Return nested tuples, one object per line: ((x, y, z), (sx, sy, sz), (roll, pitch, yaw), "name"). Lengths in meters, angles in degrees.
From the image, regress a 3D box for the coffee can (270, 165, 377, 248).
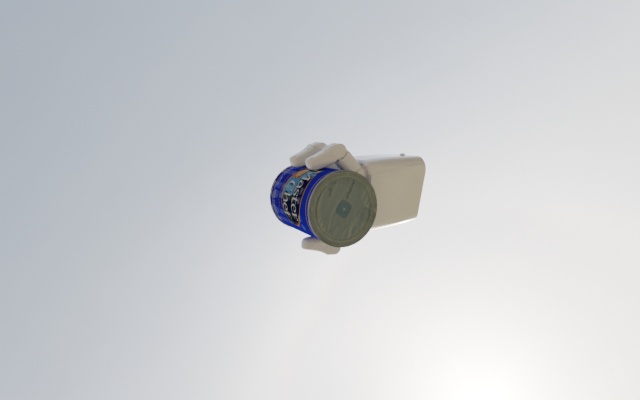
((0.000, 0.002, 0.685), (0.103, 0.103, 0.140), (0, 8, -27), "coffee can")
